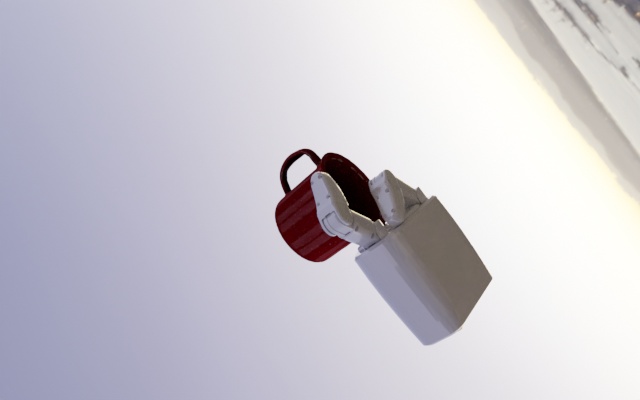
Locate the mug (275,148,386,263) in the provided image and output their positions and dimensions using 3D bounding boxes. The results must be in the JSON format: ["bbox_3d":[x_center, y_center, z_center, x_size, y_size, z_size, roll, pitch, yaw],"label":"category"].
[{"bbox_3d":[-0.001,0.001,0.494,0.081,0.117,0.093,-39,-4,28],"label":"mug"}]
